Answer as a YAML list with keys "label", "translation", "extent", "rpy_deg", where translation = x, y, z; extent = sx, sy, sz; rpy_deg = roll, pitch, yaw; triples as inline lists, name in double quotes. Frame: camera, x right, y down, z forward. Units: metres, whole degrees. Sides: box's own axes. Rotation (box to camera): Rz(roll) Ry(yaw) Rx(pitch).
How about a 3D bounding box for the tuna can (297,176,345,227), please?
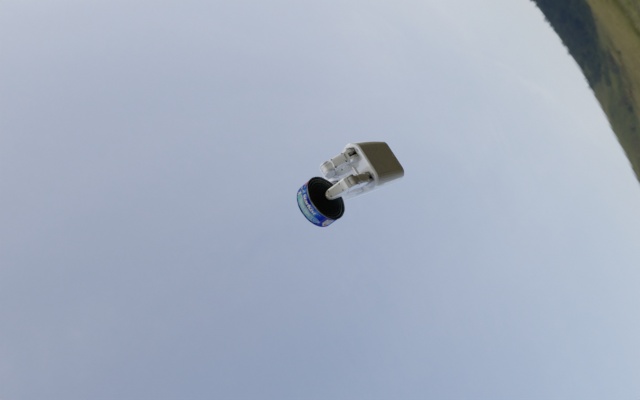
- label: "tuna can"
  translation: [0.000, 0.003, 0.836]
  extent: [0.086, 0.086, 0.034]
  rpy_deg: [0, -29, -48]
